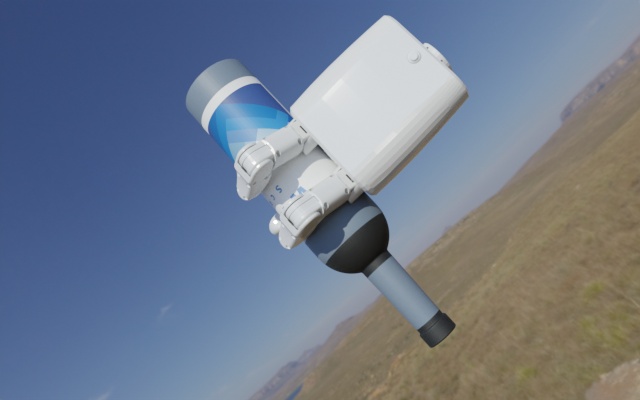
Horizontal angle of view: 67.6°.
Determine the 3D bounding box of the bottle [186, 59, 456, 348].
[{"bbox_3d":[0.000,0.001,0.408,0.069,0.295,0.069,-40,-13,-11],"label":"bottle"}]
